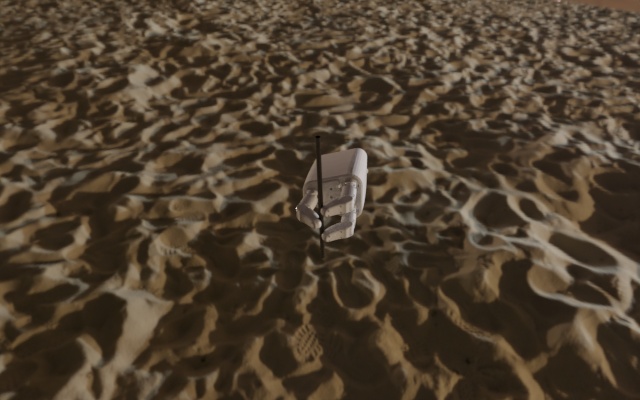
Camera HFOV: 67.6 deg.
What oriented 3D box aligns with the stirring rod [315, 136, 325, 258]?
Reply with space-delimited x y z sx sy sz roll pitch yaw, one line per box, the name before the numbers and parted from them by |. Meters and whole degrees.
stirring rod | 0.000 0.003 0.784 0.011 0.240 0.011 -2 36 1
